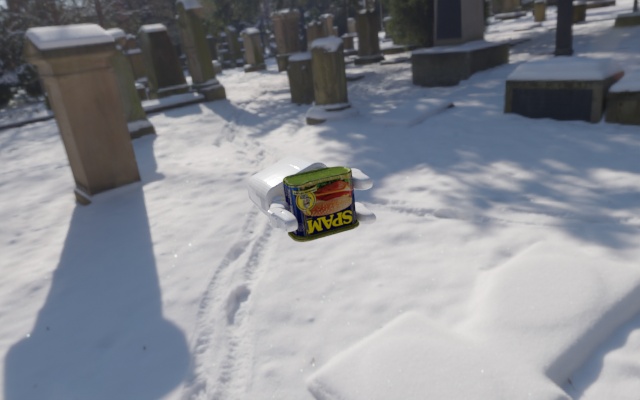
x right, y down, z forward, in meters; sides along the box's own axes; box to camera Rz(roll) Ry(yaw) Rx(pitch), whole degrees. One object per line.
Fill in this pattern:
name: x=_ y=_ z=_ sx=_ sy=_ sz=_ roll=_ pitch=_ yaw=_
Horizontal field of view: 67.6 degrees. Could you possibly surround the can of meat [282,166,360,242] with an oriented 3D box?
can of meat: x=0.000 y=0.002 z=0.673 sx=0.102 sy=0.084 sz=0.057 roll=-14 pitch=20 yaw=-20
